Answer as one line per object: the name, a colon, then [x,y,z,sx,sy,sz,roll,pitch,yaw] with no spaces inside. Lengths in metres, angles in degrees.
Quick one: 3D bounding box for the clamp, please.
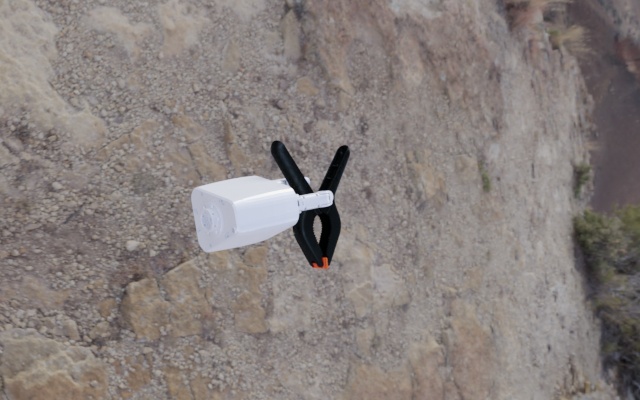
clamp: [0.001,0.003,0.771,0.164,0.210,0.036,-13,6,-43]
